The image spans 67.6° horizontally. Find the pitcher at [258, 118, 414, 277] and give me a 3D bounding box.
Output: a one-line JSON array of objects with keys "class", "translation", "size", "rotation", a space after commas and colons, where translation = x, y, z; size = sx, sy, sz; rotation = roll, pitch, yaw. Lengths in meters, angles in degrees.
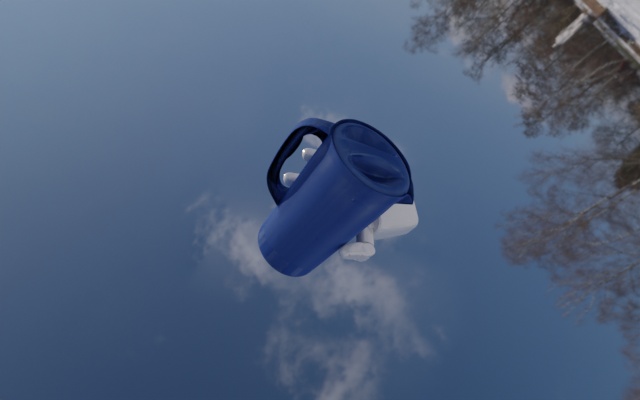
[{"class": "pitcher", "translation": [0.000, 0.002, 0.690], "size": [0.145, 0.149, 0.243], "rotation": [-1, -35, -43]}]
